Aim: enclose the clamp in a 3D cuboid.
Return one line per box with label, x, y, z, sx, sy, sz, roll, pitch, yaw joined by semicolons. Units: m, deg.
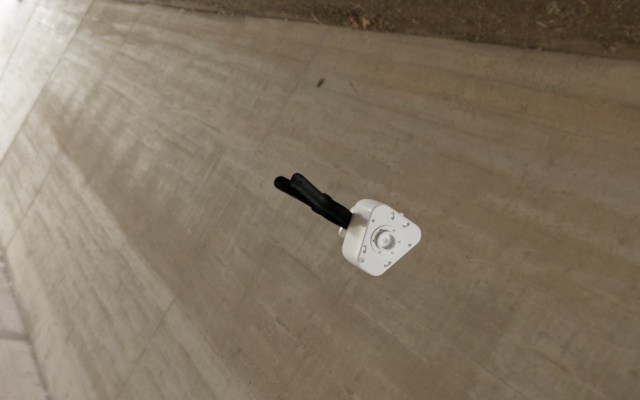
clamp;0.000;0.003;0.829;0.171;0.039;0.120;30;-5;-9
